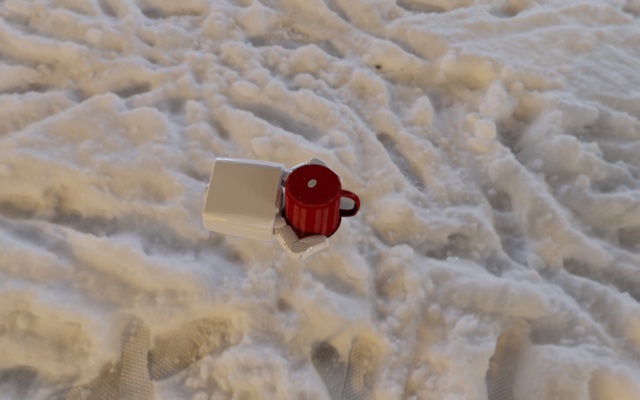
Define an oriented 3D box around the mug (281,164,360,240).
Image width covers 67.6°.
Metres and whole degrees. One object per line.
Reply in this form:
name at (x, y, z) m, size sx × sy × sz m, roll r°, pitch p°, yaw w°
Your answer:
mug at (0.002, 0.002, 0.703) m, size 0.117 × 0.093 × 0.082 m, roll 7°, pitch -36°, yaw 1°
